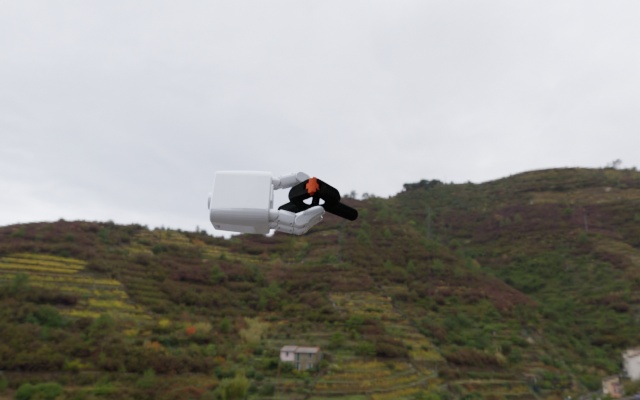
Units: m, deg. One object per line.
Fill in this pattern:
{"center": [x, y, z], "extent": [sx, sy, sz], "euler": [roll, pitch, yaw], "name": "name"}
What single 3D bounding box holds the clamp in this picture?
{"center": [0.000, 0.002, 0.895], "extent": [0.164, 0.036, 0.210], "euler": [3, -16, -4], "name": "clamp"}
